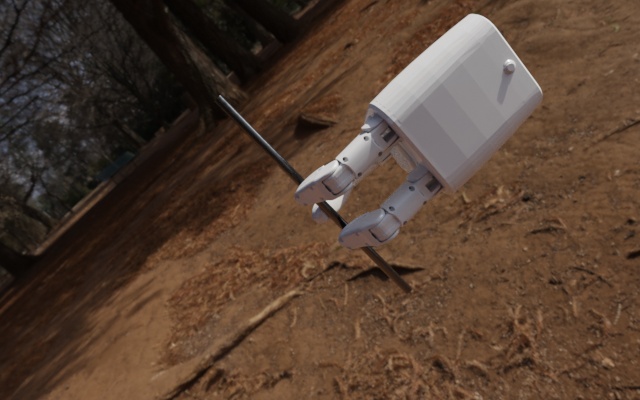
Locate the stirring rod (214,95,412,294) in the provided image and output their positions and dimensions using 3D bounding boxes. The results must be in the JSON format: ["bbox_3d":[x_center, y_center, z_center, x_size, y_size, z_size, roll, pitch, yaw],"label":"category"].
[{"bbox_3d":[0.000,0.001,0.410,0.239,0.011,0.011,45,-15,-16],"label":"stirring rod"}]
